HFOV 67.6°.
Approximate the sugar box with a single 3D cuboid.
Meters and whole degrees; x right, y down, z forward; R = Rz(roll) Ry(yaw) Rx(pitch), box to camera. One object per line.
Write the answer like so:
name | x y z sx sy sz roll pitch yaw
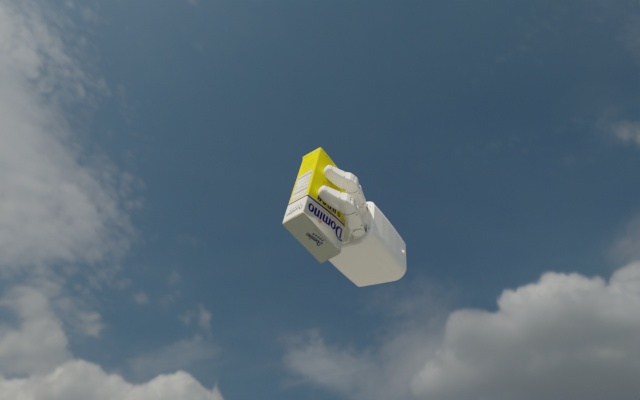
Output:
sugar box | 0.001 0.002 0.745 0.048 0.093 0.176 -29 28 25
